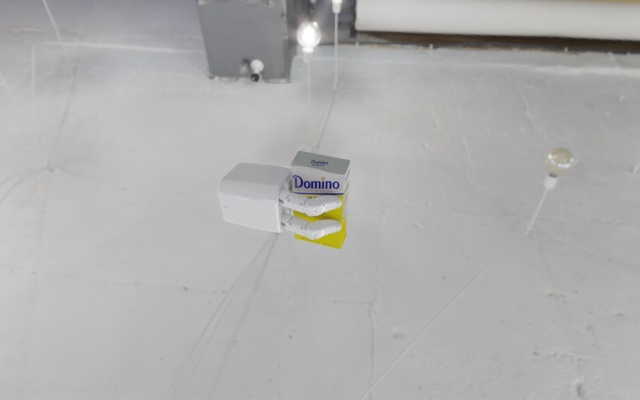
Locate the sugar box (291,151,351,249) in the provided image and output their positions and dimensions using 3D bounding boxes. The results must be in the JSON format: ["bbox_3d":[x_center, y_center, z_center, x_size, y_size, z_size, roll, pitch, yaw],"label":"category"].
[{"bbox_3d":[0.000,0.003,0.823,0.093,0.176,0.048,11,46,13],"label":"sugar box"}]
